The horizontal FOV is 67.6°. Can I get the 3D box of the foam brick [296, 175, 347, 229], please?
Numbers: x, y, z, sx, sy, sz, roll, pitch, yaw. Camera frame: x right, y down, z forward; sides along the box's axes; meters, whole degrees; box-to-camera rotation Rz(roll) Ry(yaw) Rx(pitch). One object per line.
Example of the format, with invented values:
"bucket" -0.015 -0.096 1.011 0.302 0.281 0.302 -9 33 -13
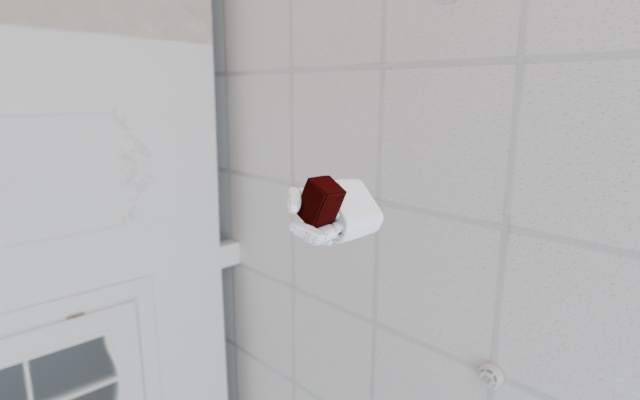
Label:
"foam brick" 0.000 0.003 0.827 0.051 0.078 0.053 -10 44 -41
